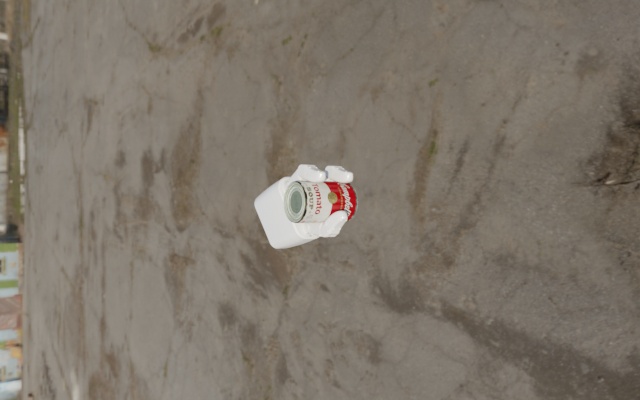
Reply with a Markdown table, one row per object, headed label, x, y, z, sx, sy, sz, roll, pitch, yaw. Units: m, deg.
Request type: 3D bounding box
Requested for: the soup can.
| label | x | y | z | sx | sy | sz | roll | pitch | yaw |
| --- | --- | --- | --- | --- | --- | --- | --- | --- | --- |
| soup can | 0.000 | 0.002 | 0.773 | 0.102 | 0.068 | 0.068 | 0 | 0 | -35 |
